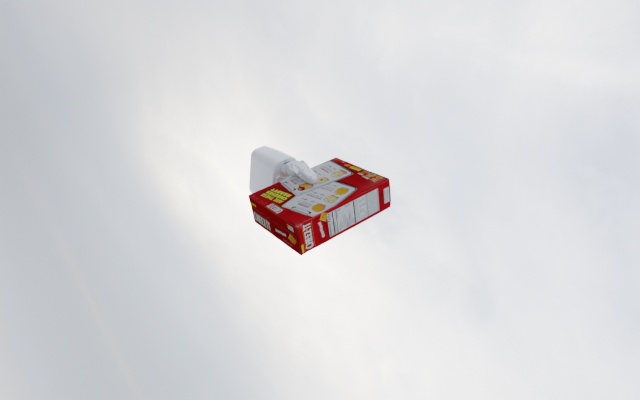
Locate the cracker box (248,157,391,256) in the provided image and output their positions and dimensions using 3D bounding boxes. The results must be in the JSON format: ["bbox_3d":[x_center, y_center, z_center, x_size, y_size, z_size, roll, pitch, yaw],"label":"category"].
[{"bbox_3d":[0.000,0.003,0.898,0.213,0.072,0.164,-27,33,-28],"label":"cracker box"}]
